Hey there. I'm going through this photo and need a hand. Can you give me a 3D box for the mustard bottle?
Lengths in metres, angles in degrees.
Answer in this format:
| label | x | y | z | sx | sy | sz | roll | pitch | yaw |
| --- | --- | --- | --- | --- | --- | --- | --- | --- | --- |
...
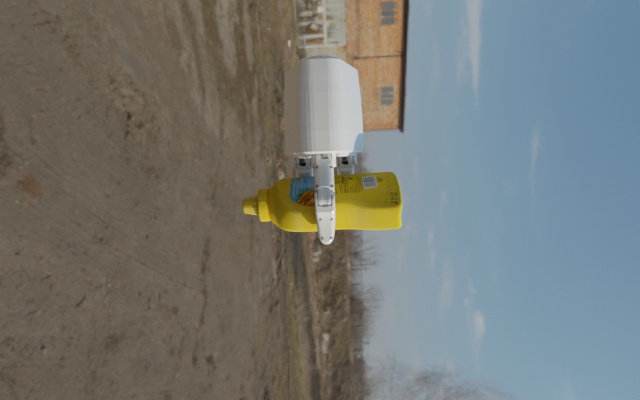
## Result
| label | x | y | z | sx | sy | sz | roll | pitch | yaw |
| --- | --- | --- | --- | --- | --- | --- | --- | --- | --- |
| mustard bottle | 0.000 | 0.002 | 0.590 | 0.191 | 0.058 | 0.096 | -2 | 30 | 2 |
